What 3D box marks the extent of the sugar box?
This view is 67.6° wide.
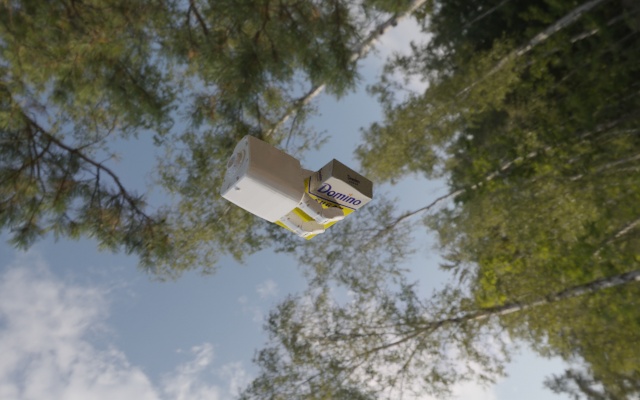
[{"bbox_3d":[0.000,0.003,0.851,0.093,0.048,0.176,29,-42,-28],"label":"sugar box"}]
